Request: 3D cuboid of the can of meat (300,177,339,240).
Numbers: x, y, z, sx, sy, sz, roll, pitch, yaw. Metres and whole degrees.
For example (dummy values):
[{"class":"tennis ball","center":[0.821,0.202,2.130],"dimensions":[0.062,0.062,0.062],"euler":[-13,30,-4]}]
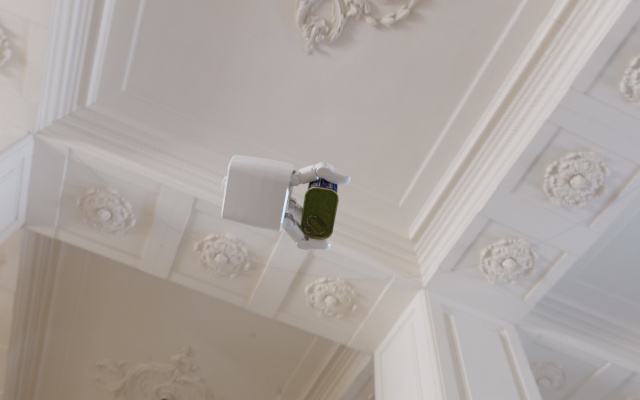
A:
[{"class":"can of meat","center":[0.000,0.003,0.840],"dimensions":[0.057,0.102,0.084],"euler":[9,31,-1]}]
